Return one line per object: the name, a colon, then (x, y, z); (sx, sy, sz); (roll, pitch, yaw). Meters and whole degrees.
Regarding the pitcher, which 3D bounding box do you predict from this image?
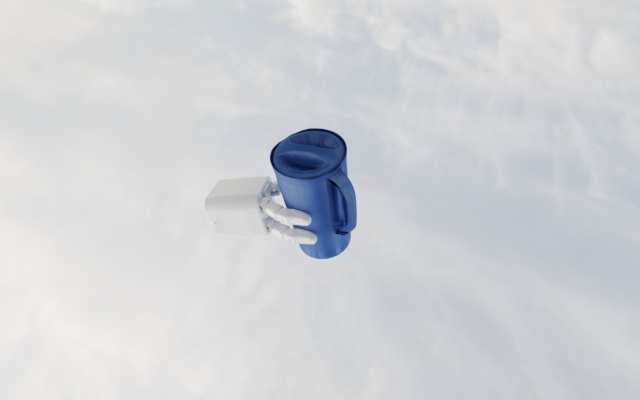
pitcher: (0.000, 0.003, 0.882); (0.145, 0.149, 0.243); (-3, -45, 8)
